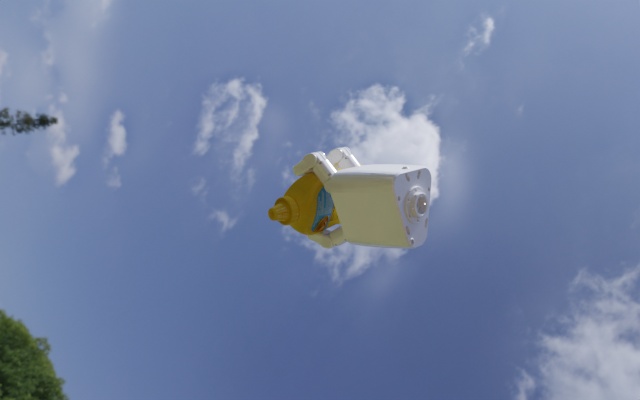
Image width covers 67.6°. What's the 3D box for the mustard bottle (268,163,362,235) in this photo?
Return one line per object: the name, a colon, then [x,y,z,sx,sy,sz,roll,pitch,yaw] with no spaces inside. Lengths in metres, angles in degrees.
mustard bottle: [0.000,0.002,0.720,0.058,0.096,0.191,31,31,35]
